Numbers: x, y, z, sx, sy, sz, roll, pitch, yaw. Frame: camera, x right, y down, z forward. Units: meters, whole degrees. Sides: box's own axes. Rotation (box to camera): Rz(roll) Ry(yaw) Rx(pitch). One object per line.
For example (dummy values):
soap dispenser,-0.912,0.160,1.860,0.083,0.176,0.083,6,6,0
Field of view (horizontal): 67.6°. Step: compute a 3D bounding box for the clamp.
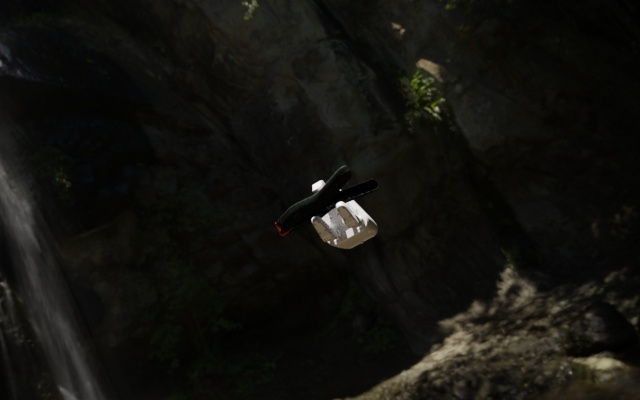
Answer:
clamp,-0.001,0.003,0.889,0.210,0.036,0.164,-29,-19,12
